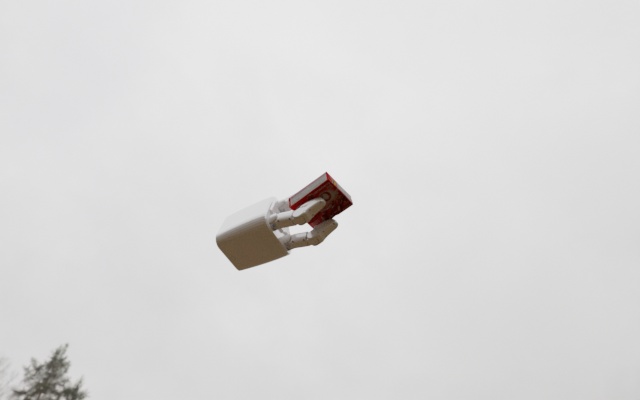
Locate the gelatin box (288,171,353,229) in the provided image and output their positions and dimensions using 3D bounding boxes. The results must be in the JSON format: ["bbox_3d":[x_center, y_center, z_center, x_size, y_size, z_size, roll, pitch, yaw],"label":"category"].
[{"bbox_3d":[0.000,0.002,0.835,0.089,0.073,0.030,-35,33,17],"label":"gelatin box"}]
